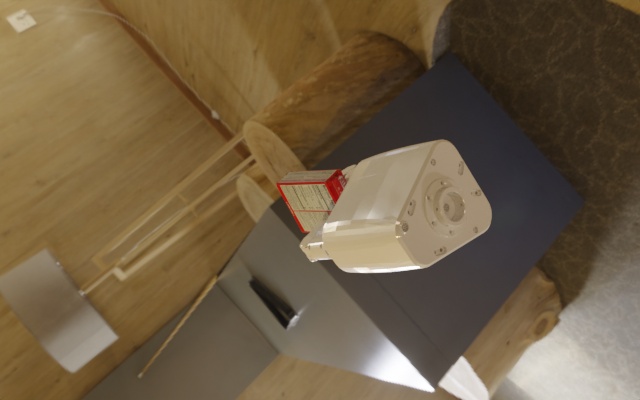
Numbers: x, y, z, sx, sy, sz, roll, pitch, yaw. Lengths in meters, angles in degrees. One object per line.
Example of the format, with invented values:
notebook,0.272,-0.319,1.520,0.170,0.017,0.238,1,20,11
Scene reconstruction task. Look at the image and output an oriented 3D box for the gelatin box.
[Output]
gelatin box,0.000,0.002,0.550,0.089,0.073,0.030,-1,36,46
